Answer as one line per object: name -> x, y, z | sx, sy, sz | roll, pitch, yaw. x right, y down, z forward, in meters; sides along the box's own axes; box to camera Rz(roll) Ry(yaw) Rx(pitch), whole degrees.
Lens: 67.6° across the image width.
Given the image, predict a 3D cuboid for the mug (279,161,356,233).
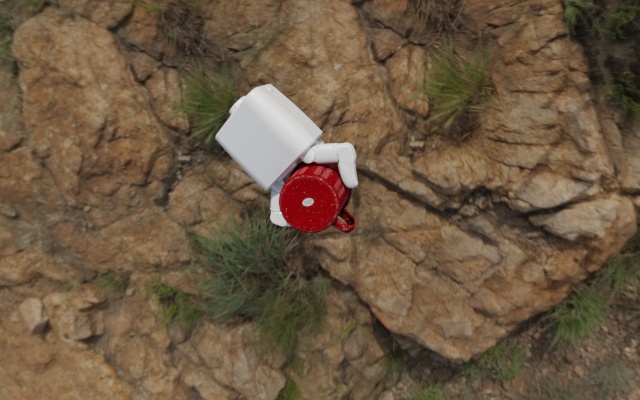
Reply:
mug -> 0.001, 0.003, 0.648 | 0.093, 0.117, 0.081 | -45, 4, 20
